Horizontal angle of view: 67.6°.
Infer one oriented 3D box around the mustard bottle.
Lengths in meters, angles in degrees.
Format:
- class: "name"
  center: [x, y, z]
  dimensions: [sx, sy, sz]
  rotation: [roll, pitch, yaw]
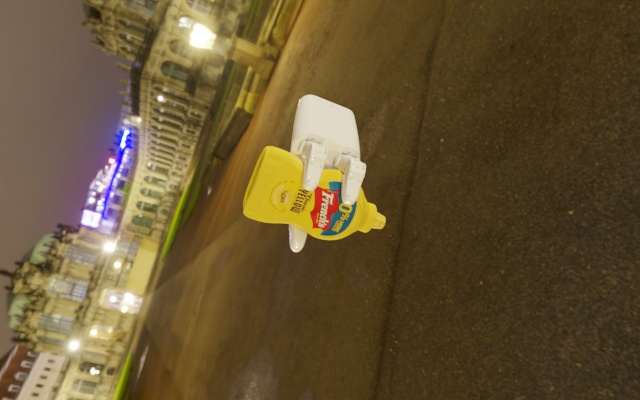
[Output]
- class: "mustard bottle"
  center: [0.000, 0.002, 0.640]
  dimensions: [0.191, 0.096, 0.058]
  rotation: [18, 17, -17]
